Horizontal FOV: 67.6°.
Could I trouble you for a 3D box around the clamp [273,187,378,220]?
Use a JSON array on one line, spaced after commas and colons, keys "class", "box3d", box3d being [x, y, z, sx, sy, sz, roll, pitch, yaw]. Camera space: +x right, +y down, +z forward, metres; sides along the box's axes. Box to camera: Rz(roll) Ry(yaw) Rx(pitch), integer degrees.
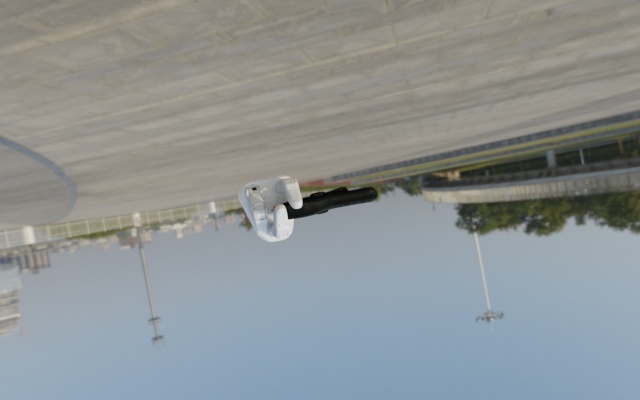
[{"class": "clamp", "box3d": [0.000, 0.003, 0.820, 0.171, 0.039, 0.120, -10, 1, -14]}]
